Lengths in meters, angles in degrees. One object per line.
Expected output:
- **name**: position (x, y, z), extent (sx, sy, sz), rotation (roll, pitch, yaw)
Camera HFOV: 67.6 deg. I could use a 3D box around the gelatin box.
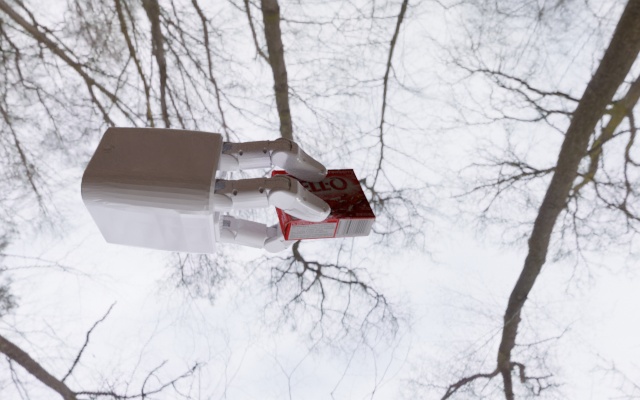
- **gelatin box**: position (0.000, 0.002, 0.467), extent (0.089, 0.030, 0.073), rotation (-1, 44, -19)
